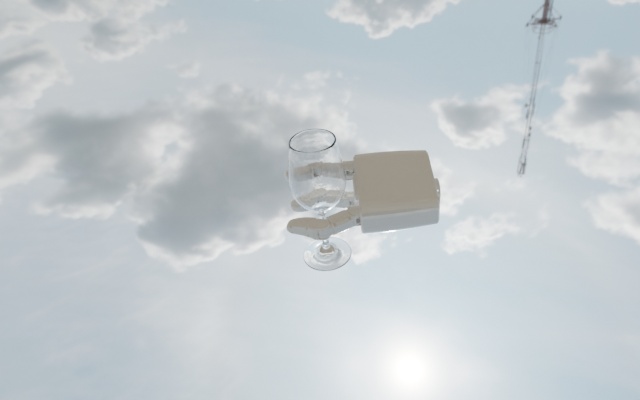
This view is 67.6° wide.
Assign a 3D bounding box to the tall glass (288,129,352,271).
[{"bbox_3d":[0.000,0.003,0.669,0.079,0.201,0.079,-5,37,4],"label":"tall glass"}]
